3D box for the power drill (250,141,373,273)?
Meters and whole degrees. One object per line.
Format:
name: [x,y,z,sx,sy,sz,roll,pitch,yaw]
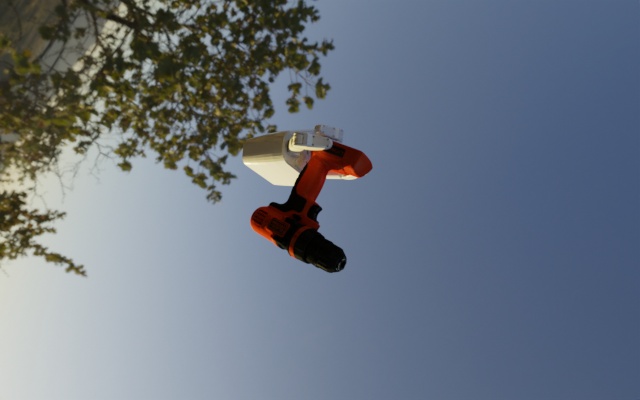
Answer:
power drill: [0.000,0.002,0.731,0.184,0.187,0.057,26,-14,34]
